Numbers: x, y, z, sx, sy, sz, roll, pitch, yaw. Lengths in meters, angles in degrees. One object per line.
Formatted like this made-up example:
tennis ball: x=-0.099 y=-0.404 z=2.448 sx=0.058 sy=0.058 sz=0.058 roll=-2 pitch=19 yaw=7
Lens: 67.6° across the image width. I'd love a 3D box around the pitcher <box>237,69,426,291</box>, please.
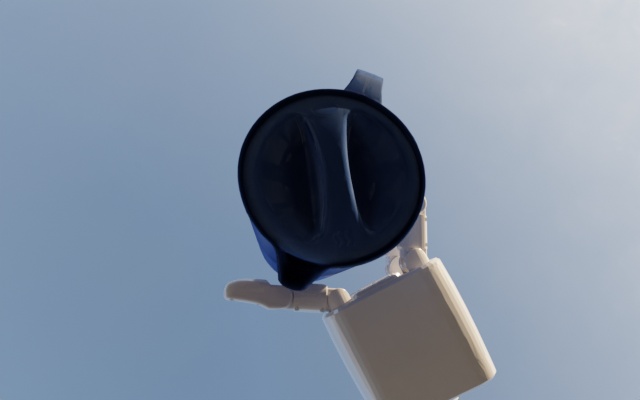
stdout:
pitcher: x=0.000 y=0.002 z=0.445 sx=0.149 sy=0.145 sz=0.243 roll=-25 pitch=-11 yaw=-13
